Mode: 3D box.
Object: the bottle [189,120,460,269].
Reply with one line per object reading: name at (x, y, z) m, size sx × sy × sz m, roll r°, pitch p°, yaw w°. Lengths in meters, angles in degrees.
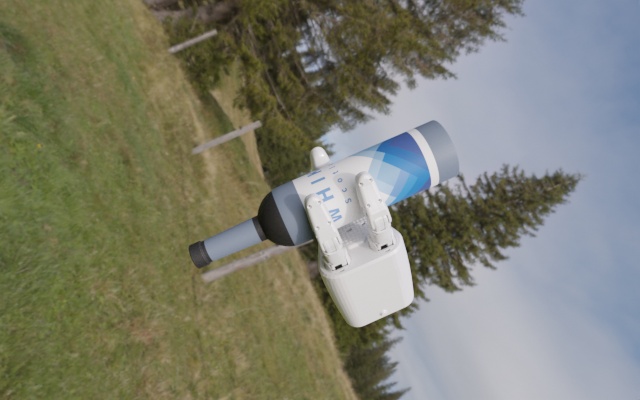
bottle at (0.000, 0.002, 0.514) m, size 0.296 × 0.069 × 0.069 m, roll -24°, pitch 1°, yaw -2°
